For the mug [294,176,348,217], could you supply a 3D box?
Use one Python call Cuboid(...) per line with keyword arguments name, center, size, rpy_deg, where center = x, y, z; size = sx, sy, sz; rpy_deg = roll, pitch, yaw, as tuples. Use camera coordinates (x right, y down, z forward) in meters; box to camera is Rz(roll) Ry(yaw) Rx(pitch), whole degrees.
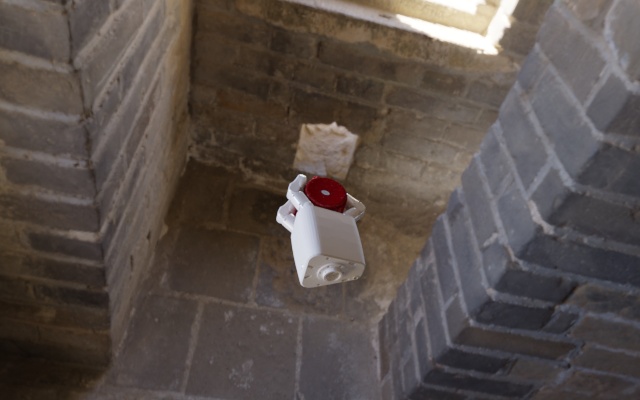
Cuboid(name="mug", center=(0.000, 0.002, 0.896), size=(0.093, 0.117, 0.082), rpy_deg=(2, -45, -16))
